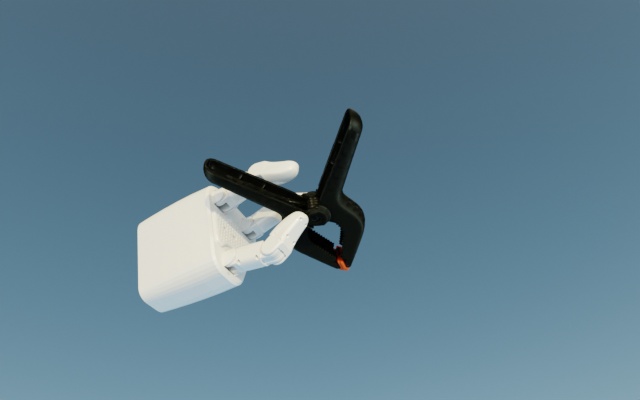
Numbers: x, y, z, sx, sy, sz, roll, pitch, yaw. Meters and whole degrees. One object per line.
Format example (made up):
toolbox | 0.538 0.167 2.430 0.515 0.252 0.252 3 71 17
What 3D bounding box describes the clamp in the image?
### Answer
clamp | 0.000 0.003 0.515 0.164 0.036 0.210 -22 -50 17
